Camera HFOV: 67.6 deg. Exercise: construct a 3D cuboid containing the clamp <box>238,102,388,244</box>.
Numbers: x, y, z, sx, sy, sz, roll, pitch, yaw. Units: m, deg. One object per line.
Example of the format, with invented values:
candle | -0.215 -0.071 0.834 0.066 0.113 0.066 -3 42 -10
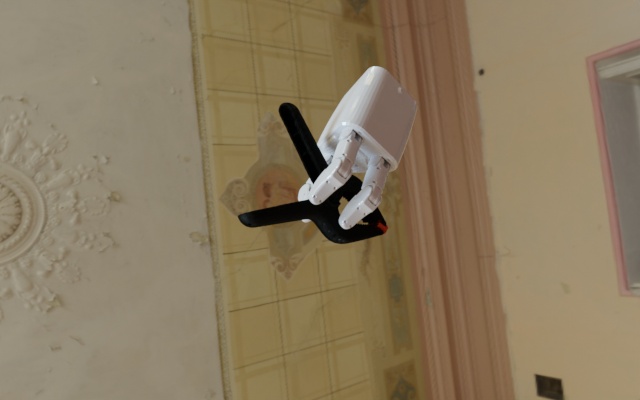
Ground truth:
clamp | 0.000 0.002 0.592 0.210 0.164 0.036 39 -30 -27
